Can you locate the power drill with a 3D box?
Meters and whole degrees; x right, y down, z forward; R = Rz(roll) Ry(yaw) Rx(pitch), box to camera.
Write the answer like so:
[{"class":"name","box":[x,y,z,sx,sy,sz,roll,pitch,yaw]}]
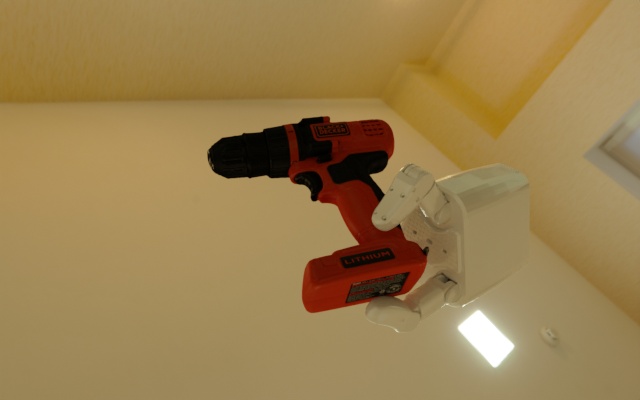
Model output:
[{"class":"power drill","box":[0.000,0.002,0.429,0.184,0.187,0.057,-9,-35,-12]}]
